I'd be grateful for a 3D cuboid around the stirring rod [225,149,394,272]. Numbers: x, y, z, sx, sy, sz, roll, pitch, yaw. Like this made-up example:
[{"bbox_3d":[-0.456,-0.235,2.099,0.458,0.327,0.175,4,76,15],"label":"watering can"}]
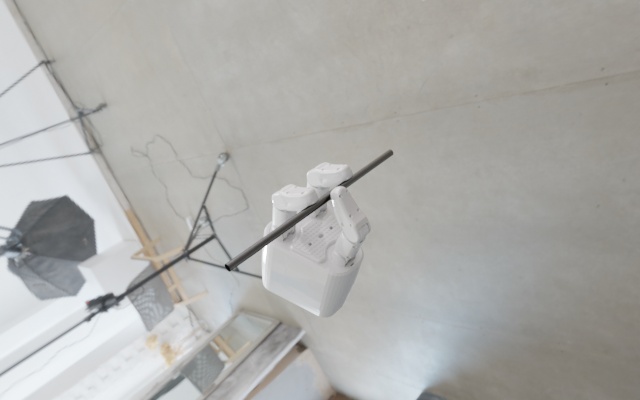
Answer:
[{"bbox_3d":[0.000,0.002,0.484,0.239,0.011,0.011,-35,22,-34],"label":"stirring rod"}]
